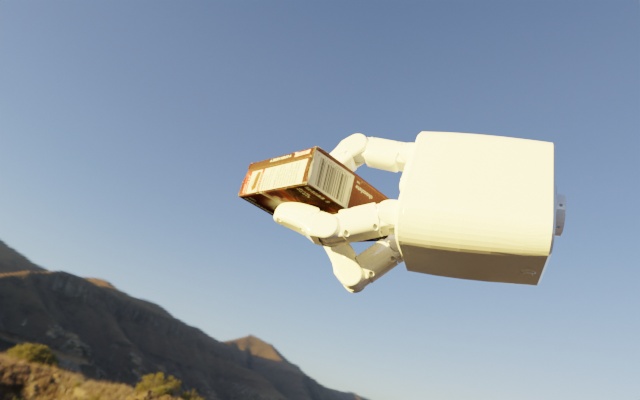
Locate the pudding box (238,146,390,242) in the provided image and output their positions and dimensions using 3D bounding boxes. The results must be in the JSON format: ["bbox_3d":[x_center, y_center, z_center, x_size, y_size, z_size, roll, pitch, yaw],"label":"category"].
[{"bbox_3d":[0.000,0.001,0.420,0.090,0.039,0.113,-9,-35,45],"label":"pudding box"}]
